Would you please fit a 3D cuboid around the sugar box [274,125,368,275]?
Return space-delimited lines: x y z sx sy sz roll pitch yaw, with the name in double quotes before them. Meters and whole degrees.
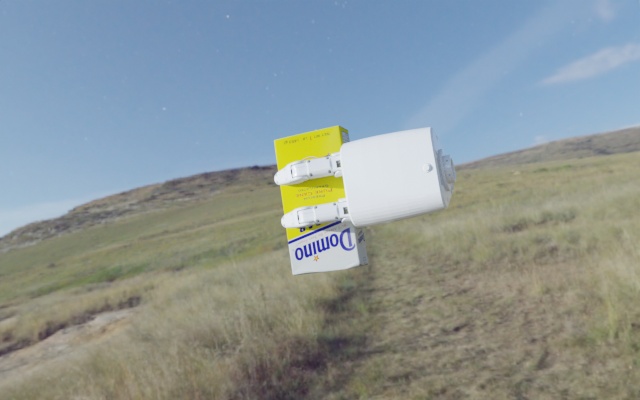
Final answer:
"sugar box" 0.000 0.002 0.608 0.093 0.176 0.048 -11 -7 19
